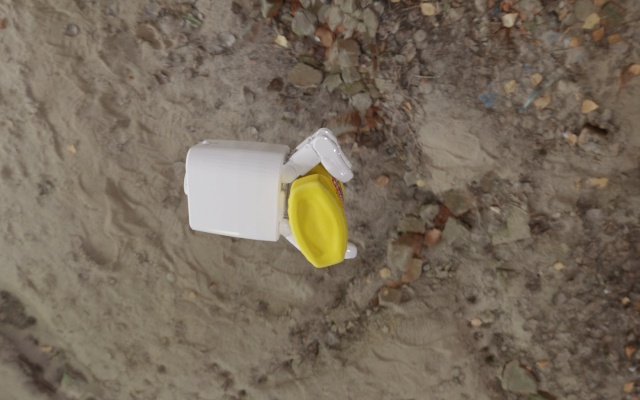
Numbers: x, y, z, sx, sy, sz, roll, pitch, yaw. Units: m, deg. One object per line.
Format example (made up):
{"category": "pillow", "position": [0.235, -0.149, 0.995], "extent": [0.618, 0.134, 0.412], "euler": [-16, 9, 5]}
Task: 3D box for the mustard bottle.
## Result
{"category": "mustard bottle", "position": [0.000, 0.002, 0.582], "extent": [0.058, 0.096, 0.191], "euler": [-17, 14, 6]}
